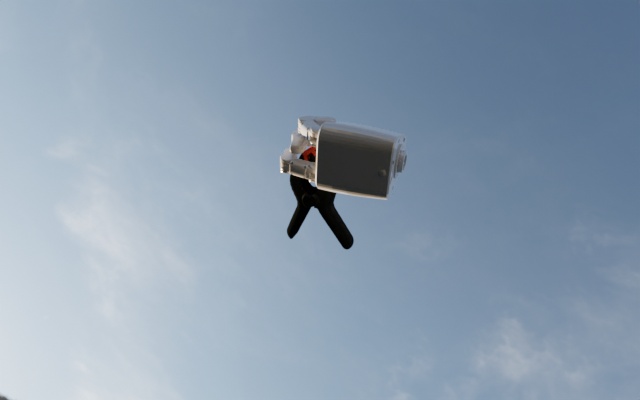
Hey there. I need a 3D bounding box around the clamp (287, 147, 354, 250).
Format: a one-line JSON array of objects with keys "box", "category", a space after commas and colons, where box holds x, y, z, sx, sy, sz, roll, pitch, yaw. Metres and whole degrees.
[{"box": [0.000, 0.002, 0.753, 0.120, 0.172, 0.039, 13, 34, 18], "category": "clamp"}]
